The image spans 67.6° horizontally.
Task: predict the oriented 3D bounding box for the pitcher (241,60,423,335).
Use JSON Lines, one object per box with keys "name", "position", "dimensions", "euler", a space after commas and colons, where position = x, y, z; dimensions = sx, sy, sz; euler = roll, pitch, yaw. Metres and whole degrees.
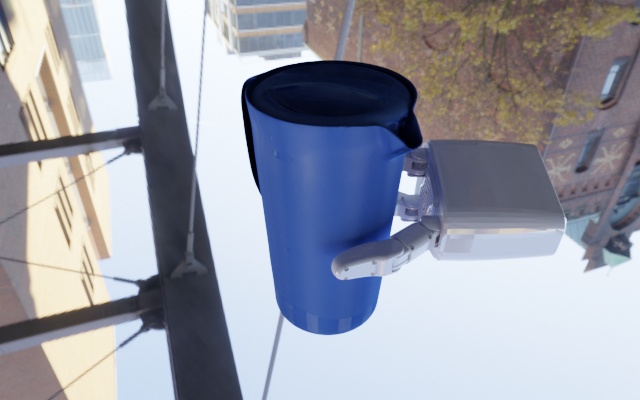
{"name": "pitcher", "position": [0.000, 0.001, 0.442], "dimensions": [0.145, 0.243, 0.149], "euler": [-1, 35, -3]}
